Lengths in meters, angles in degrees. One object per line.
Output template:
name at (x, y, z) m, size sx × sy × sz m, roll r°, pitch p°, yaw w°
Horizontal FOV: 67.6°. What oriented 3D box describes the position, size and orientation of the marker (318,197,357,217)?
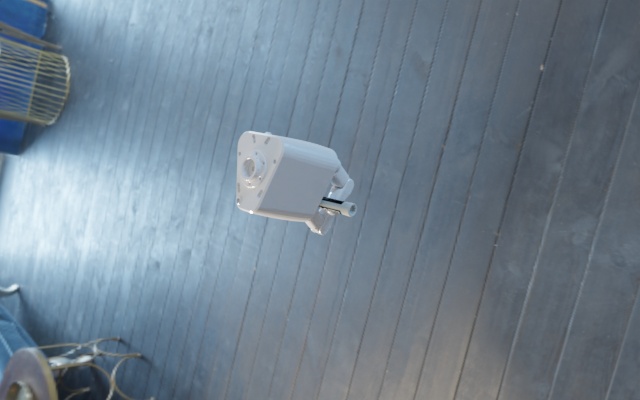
marker at (0.000, 0.002, 0.691) m, size 0.121 × 0.020 × 0.020 m, roll 14°, pitch 9°, yaw 41°
